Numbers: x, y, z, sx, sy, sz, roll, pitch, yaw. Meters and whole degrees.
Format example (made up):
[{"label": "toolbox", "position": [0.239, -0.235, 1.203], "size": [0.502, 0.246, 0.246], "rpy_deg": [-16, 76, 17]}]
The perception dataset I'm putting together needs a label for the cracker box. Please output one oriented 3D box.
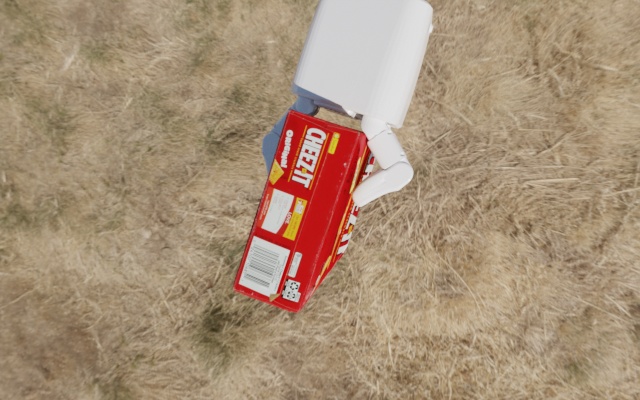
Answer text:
[{"label": "cracker box", "position": [0.000, 0.002, 0.493], "size": [0.072, 0.164, 0.213], "rpy_deg": [20, 9, 9]}]
